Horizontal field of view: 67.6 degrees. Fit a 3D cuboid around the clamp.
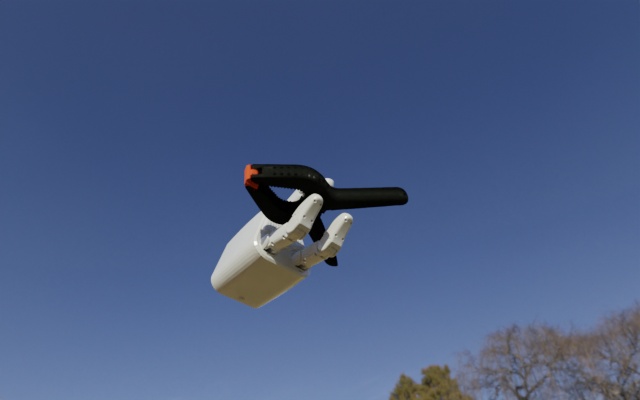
[{"bbox_3d":[-0.001,0.001,0.622,0.210,0.036,0.164,32,-59,-32],"label":"clamp"}]
